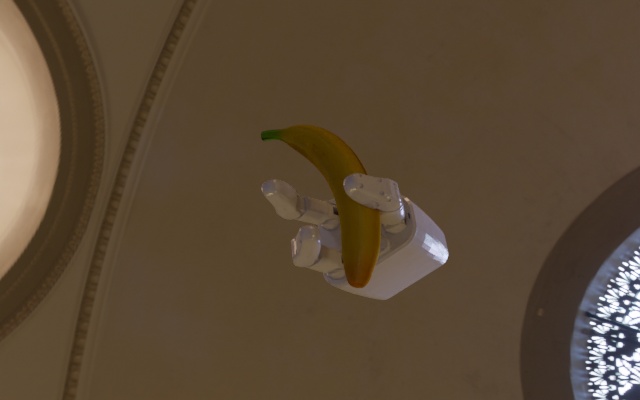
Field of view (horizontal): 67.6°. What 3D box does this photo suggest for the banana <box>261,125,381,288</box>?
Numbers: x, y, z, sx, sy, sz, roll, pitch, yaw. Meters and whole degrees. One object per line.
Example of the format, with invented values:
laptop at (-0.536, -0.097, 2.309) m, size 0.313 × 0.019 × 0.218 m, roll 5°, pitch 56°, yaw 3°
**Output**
banana at (0.014, -0.012, 0.450) m, size 0.069 × 0.197 × 0.037 m, roll -36°, pitch -33°, yaw 5°
